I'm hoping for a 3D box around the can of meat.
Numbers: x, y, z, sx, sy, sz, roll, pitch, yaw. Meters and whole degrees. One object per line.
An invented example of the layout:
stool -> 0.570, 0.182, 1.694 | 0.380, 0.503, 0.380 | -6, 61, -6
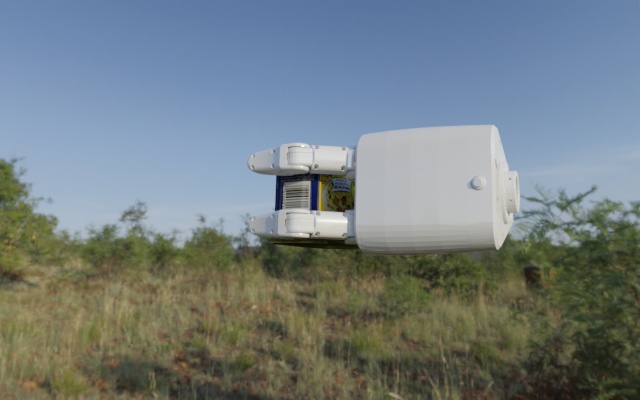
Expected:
can of meat -> 0.000, 0.001, 0.447 | 0.057, 0.084, 0.102 | -3, -9, 31
